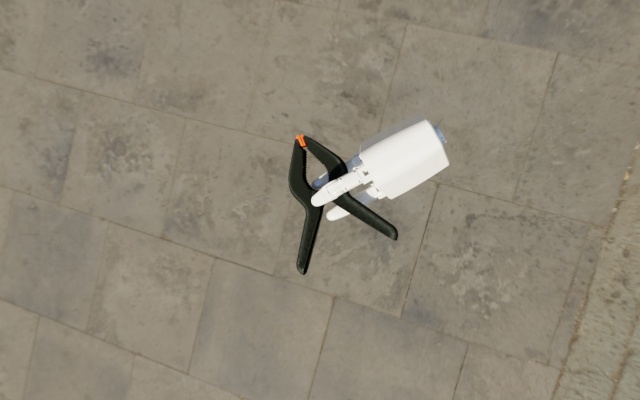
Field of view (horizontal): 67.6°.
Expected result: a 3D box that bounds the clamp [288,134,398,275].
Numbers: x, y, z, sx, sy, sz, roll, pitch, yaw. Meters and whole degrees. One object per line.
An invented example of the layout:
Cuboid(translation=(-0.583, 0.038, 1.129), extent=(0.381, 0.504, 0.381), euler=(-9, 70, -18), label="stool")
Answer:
Cuboid(translation=(0.000, 0.002, 0.731), extent=(0.164, 0.210, 0.036), euler=(-29, -5, 11), label="clamp")
